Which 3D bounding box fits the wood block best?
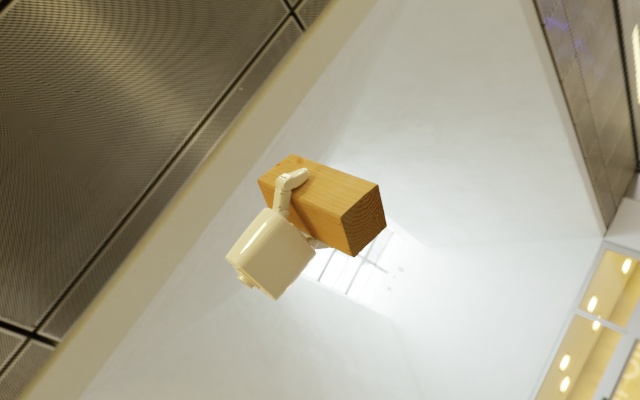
[{"bbox_3d":[0.000,0.003,0.803,0.090,0.091,0.206,-40,42,-27],"label":"wood block"}]
